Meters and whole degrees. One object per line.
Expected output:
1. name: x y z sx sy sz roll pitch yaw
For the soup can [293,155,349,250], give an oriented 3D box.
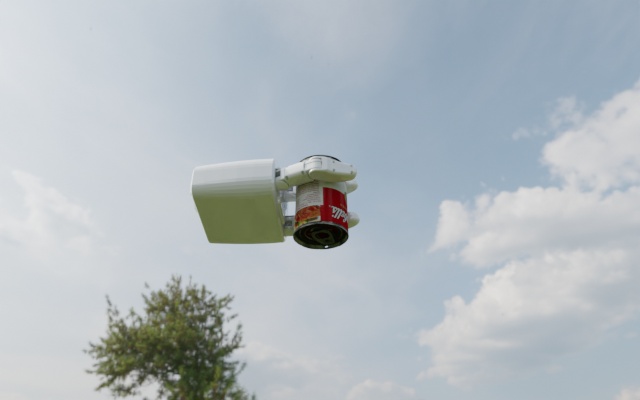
1. soup can: 0.001 0.002 0.604 0.068 0.102 0.068 0 -32 0
